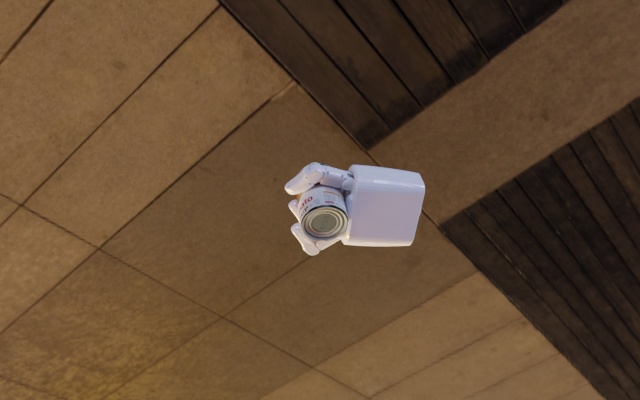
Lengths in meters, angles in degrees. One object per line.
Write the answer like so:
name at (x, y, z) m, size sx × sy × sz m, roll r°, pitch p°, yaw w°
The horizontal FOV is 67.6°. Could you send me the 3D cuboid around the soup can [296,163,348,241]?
soup can at (0.000, 0.002, 0.695) m, size 0.068 × 0.069 × 0.102 m, roll 0°, pitch 39°, yaw -9°
